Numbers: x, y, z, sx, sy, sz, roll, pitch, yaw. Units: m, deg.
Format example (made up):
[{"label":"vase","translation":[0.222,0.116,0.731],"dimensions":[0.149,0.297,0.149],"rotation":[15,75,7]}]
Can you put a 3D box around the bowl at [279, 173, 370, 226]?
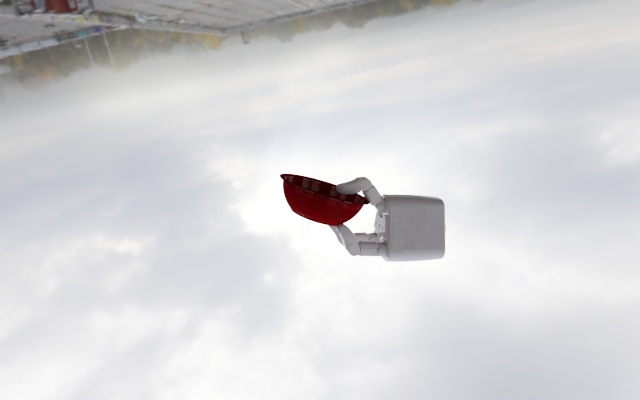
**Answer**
[{"label":"bowl","translation":[-0.001,0.003,0.822],"dimensions":[0.162,0.055,0.162],"rotation":[17,10,-3]}]
